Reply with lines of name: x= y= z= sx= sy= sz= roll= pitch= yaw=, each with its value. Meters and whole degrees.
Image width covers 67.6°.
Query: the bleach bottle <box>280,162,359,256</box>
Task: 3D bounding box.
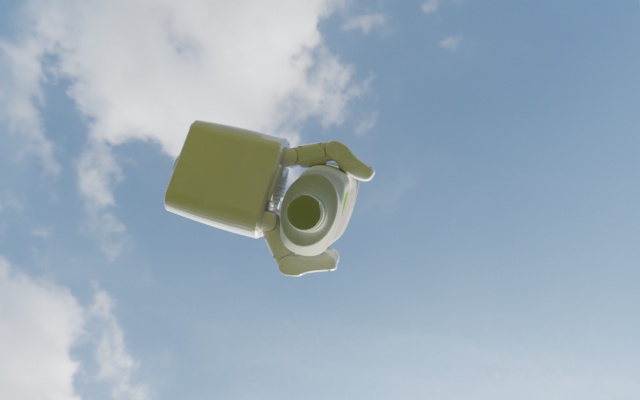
bleach bottle: x=0.000 y=0.002 z=0.509 sx=0.068 sy=0.102 sz=0.251 roll=15 pitch=1 yaw=5
